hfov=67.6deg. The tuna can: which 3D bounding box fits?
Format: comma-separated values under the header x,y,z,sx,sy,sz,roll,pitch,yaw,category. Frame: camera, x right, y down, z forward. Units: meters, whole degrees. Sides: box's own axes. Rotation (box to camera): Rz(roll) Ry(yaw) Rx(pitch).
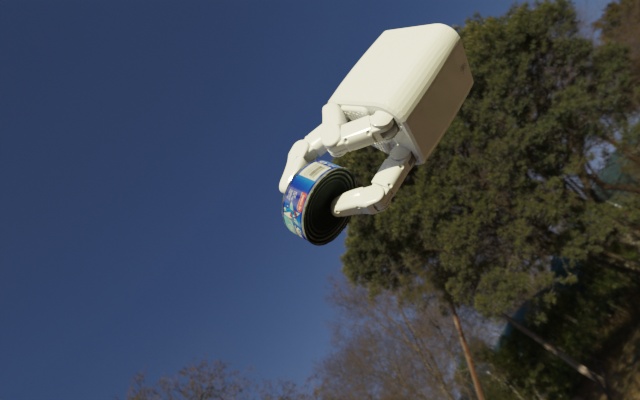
x,y,z,sx,sy,sz,roll,pitch,yaw,category
0.000,0.001,0.500,0.033,0.086,0.086,25,15,35,tuna can
